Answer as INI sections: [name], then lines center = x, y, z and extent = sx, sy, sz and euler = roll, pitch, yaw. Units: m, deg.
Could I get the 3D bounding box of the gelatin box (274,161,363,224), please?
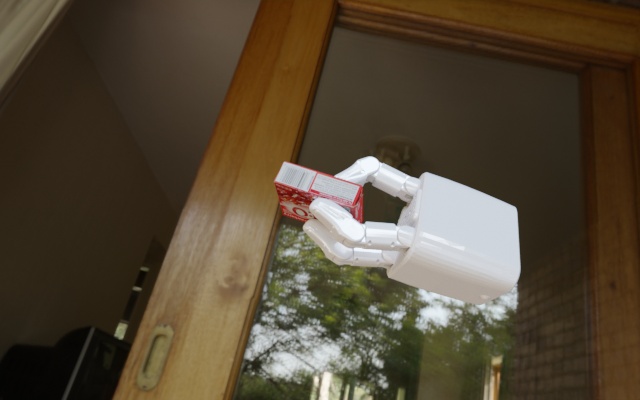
[gelatin box]
center = 0.000, 0.001, 0.501
extent = 0.089, 0.030, 0.073
euler = 18, -26, 14
